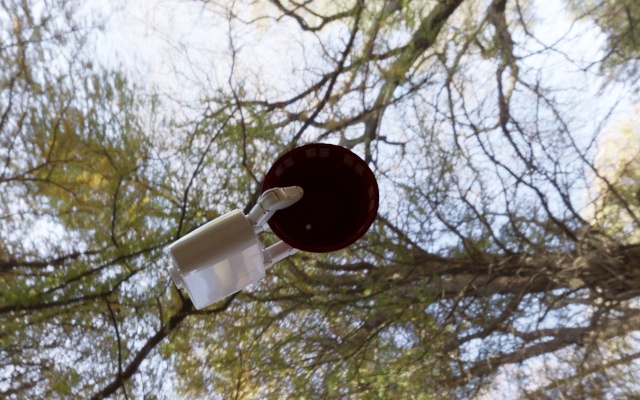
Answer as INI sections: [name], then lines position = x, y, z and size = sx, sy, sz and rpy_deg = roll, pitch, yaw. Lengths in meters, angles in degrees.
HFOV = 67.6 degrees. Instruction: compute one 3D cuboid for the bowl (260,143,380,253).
[bowl]
position = 0.001, 0.002, 0.669
size = 0.162, 0.162, 0.055
rpy_deg = 0, -21, 2
